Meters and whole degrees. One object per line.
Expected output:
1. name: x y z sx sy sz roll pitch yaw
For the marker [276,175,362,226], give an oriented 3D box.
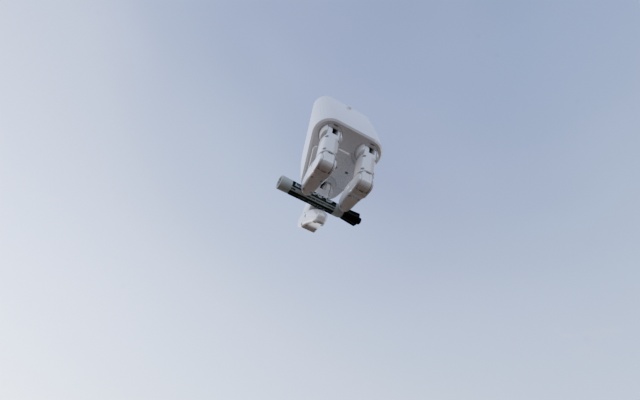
1. marker: 0.000 0.002 0.611 0.121 0.020 0.020 26 -8 -17
